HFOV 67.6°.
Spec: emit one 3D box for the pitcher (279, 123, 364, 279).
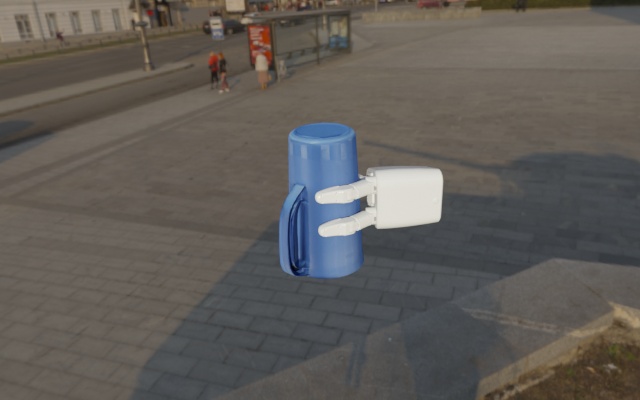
[{"bbox_3d":[0.000,0.003,0.796,0.145,0.243,0.149,-4,23,-3],"label":"pitcher"}]
